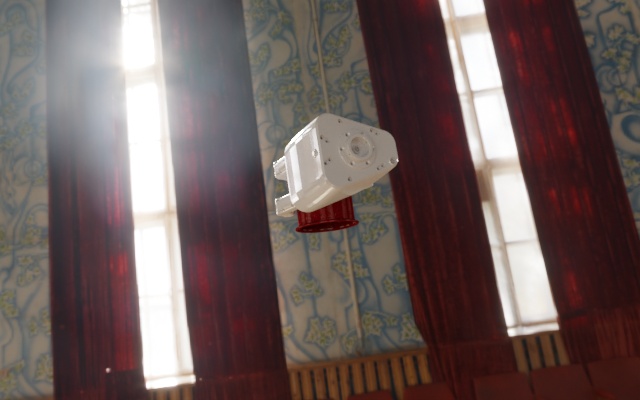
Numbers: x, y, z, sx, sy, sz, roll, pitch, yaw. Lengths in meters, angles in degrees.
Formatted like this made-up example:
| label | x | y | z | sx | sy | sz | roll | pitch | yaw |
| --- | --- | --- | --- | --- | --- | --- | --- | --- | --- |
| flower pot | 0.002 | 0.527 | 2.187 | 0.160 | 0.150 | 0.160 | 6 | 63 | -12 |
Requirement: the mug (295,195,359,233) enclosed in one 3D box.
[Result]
| label | x | y | z | sx | sy | sz | roll | pitch | yaw |
| --- | --- | --- | --- | --- | --- | --- | --- | --- | --- |
| mug | 0.000 | 0.002 | 0.710 | 0.093 | 0.081 | 0.117 | -2 | -13 | -25 |
